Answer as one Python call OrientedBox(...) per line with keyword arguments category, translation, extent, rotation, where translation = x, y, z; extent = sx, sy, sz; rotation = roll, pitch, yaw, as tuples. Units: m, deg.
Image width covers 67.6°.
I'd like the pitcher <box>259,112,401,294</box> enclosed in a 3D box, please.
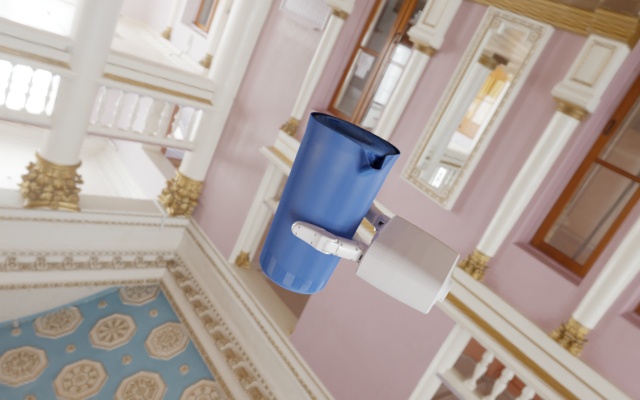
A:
OrientedBox(category="pitcher", translation=(0.000, 0.002, 0.687), extent=(0.145, 0.243, 0.149), rotation=(30, 19, 14))
